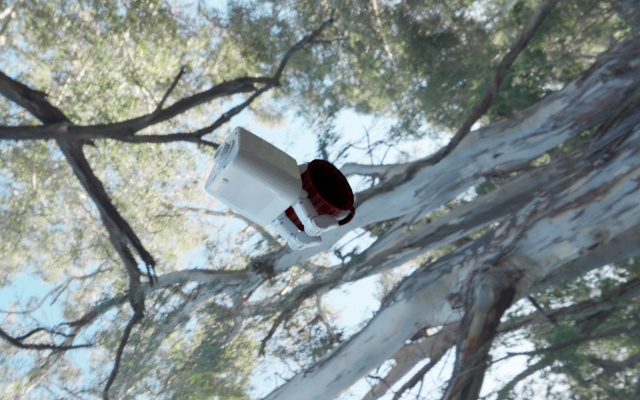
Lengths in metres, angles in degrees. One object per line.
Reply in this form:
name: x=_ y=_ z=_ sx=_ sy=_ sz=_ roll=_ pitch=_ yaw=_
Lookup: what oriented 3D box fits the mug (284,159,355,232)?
mug: x=0.001 y=0.003 z=0.740 sx=0.117 sy=0.093 sz=0.081 roll=33 pitch=-53 yaw=-25
